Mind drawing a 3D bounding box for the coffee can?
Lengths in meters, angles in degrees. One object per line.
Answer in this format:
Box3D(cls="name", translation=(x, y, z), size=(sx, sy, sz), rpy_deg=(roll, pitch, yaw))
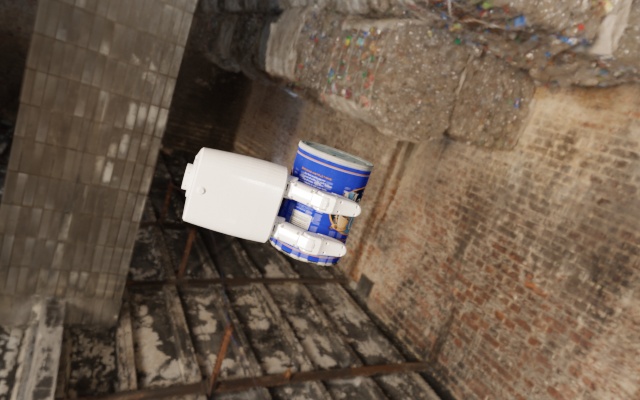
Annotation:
Box3D(cls="coffee can", translation=(0.000, 0.002, 0.641), size=(0.103, 0.140, 0.102), rpy_deg=(18, 12, -4))
